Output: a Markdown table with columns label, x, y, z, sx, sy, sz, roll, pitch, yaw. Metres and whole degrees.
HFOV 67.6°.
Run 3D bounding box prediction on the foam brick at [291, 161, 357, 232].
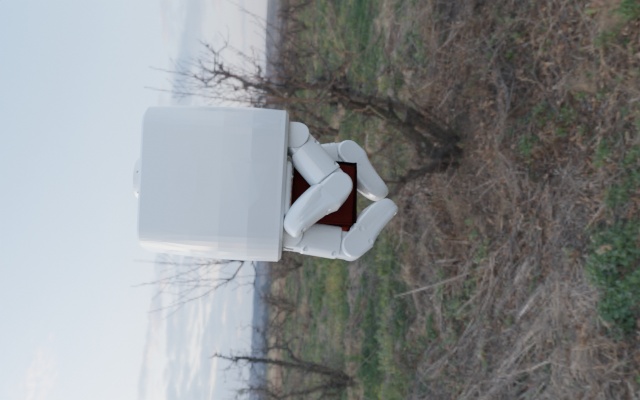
| label | x | y | z | sx | sy | sz | roll | pitch | yaw |
| --- | --- | --- | --- | --- | --- | --- | --- | --- | --- |
| foam brick | 0.000 | 0.002 | 0.410 | 0.051 | 0.053 | 0.078 | 3 | -15 | -5 |
